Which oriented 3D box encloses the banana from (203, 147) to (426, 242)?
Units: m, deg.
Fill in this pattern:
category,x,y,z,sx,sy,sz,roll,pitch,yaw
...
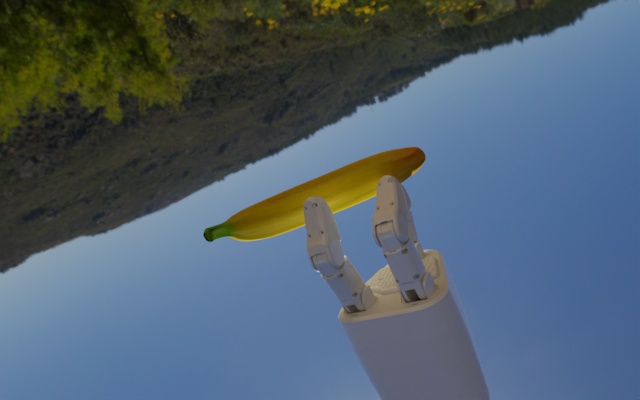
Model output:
category,x,y,z,sx,sy,sz,roll,pitch,yaw
banana,-0.002,0.000,0.426,0.198,0.037,0.069,-23,7,7
